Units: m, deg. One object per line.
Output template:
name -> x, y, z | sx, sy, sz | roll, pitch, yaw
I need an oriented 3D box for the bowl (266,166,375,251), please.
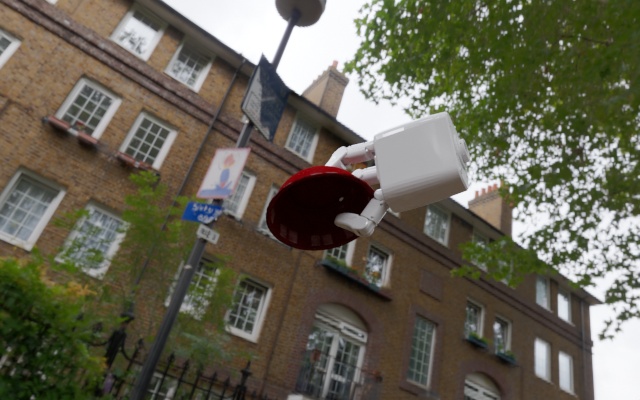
bowl -> -0.001, 0.002, 0.692 | 0.162, 0.055, 0.162 | -6, -44, -6
